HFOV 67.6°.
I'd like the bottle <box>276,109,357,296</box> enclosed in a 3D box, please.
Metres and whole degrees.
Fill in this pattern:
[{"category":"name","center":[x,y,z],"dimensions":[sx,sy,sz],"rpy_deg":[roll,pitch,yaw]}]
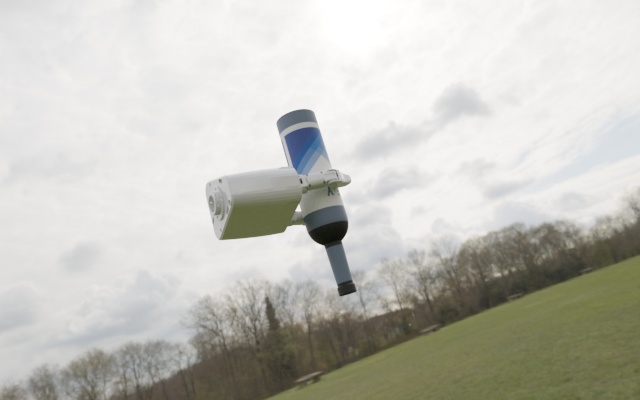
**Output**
[{"category":"bottle","center":[0.000,0.002,0.745],"dimensions":[0.069,0.295,0.069],"rpy_deg":[-16,-15,-4]}]
